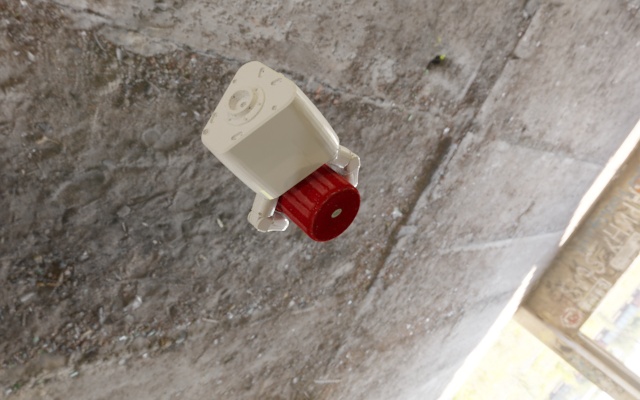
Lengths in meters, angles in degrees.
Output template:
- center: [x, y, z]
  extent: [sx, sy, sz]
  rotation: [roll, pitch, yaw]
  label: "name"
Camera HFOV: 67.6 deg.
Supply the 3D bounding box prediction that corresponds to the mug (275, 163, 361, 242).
- center: [0.001, 0.003, 0.601]
  extent: [0.081, 0.093, 0.117]
  rotation: [41, -1, 36]
  label: "mug"
